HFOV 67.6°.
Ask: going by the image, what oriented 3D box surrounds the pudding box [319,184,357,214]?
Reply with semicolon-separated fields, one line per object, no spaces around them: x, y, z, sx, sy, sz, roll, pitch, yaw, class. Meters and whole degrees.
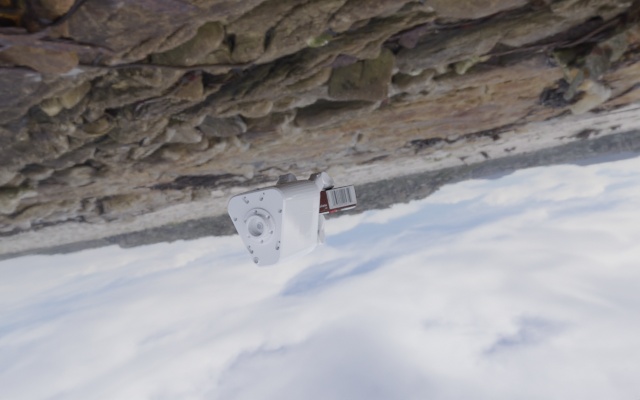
0.000;0.003;0.802;0.113;0.039;0.090;-10;1;-4;pudding box
